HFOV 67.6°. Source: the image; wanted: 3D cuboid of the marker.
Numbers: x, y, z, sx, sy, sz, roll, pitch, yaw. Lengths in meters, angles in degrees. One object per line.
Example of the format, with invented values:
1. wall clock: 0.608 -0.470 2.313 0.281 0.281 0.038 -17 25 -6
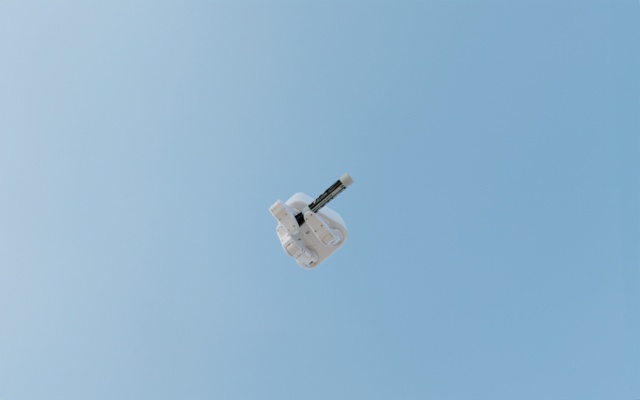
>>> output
1. marker: 0.000 0.002 0.740 0.121 0.020 0.020 -40 -6 7
